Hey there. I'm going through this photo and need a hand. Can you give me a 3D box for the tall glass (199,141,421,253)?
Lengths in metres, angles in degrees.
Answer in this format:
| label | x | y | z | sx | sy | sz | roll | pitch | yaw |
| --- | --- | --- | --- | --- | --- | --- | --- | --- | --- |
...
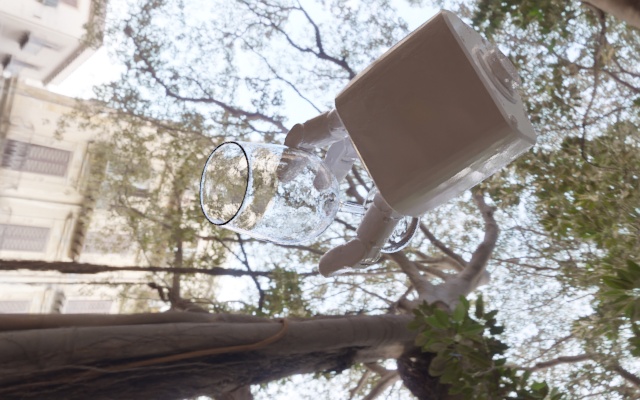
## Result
| label | x | y | z | sx | sy | sz | roll | pitch | yaw |
| --- | --- | --- | --- | --- | --- | --- | --- | --- | --- |
| tall glass | 0.000 | 0.002 | 0.408 | 0.079 | 0.079 | 0.201 | 0 | -8 | 45 |
